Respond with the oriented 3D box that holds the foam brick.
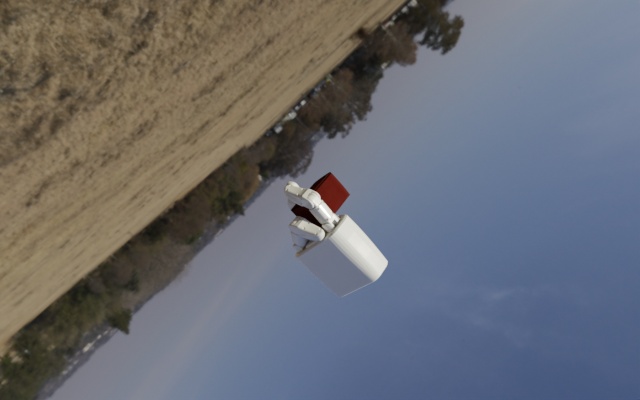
[{"bbox_3d":[0.000,0.002,0.784,0.078,0.051,0.053,-50,11,-31],"label":"foam brick"}]
